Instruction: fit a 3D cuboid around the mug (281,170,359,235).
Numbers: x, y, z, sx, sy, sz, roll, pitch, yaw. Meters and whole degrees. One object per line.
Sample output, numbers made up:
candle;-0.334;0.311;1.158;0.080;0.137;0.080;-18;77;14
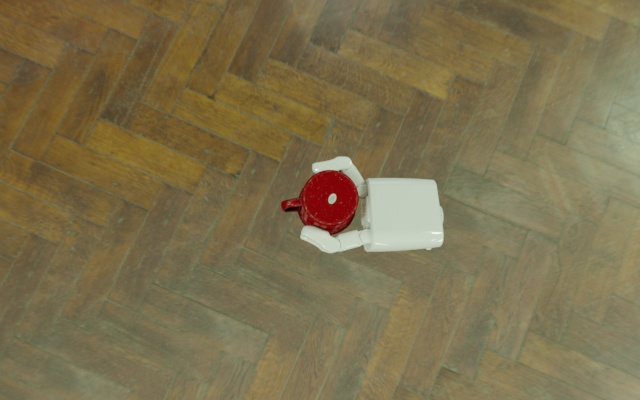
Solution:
mug;-0.001;0.002;0.705;0.117;0.093;0.081;-2;-9;-4
